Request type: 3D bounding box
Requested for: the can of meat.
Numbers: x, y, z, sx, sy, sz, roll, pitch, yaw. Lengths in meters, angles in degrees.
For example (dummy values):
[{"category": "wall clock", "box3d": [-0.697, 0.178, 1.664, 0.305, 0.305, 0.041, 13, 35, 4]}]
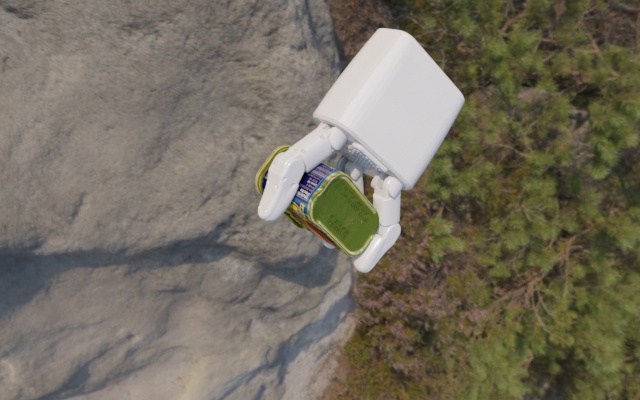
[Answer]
[{"category": "can of meat", "box3d": [0.000, 0.002, 0.459, 0.084, 0.057, 0.102, 28, -13, 45]}]
